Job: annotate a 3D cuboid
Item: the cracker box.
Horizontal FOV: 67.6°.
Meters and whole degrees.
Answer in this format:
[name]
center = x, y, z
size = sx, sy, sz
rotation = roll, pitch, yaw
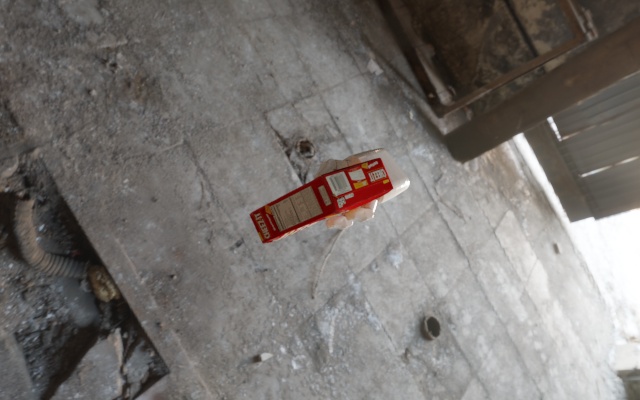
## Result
[cracker box]
center = 0.000, 0.003, 0.871
size = 0.164, 0.072, 0.214
rotation = -20, -4, -45
